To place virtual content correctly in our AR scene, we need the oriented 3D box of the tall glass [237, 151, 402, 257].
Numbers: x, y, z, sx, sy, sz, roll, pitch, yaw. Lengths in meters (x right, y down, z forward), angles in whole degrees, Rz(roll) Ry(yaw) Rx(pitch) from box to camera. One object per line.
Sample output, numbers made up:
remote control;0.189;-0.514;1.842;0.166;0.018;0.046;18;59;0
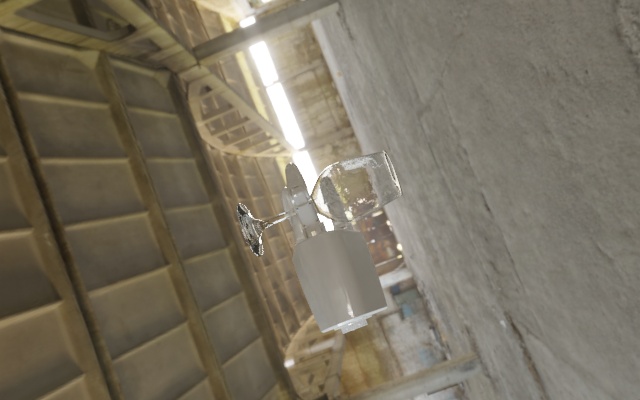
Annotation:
tall glass;-0.001;0.002;0.611;0.201;0.079;0.079;-22;-2;5
